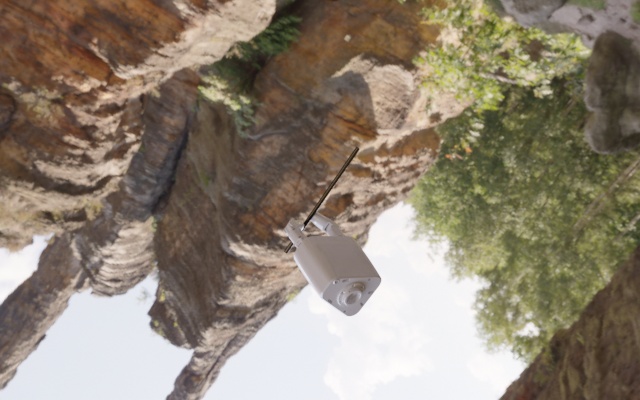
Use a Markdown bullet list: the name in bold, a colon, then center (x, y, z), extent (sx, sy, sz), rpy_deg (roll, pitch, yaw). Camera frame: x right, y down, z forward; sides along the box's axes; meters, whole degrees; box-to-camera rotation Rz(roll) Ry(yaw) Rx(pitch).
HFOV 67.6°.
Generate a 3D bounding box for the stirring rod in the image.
- **stirring rod**: center (0.000, 0.003, 0.873), extent (0.011, 0.239, 0.011), rpy_deg (32, 16, -10)
